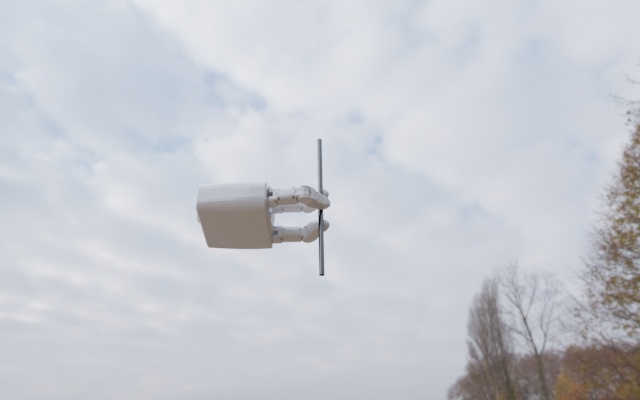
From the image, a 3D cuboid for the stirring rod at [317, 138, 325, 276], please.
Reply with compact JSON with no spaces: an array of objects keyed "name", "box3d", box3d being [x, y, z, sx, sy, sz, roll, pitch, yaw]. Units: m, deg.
[{"name":"stirring rod","box3d":[0.000,0.002,0.743,0.011,0.239,0.011,-1,-30,0]}]
